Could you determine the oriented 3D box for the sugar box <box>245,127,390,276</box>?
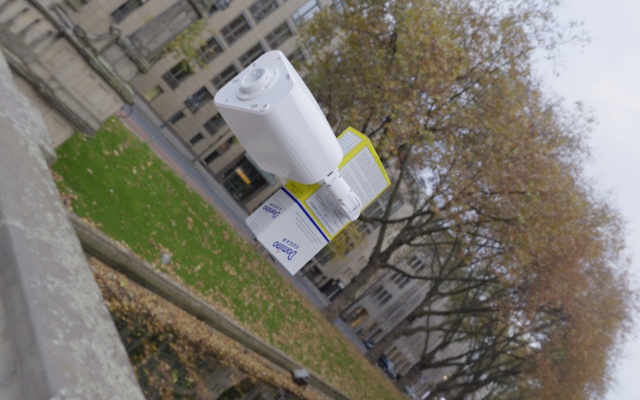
[{"bbox_3d":[0.000,0.002,0.592,0.048,0.176,0.093,44,-8,46],"label":"sugar box"}]
